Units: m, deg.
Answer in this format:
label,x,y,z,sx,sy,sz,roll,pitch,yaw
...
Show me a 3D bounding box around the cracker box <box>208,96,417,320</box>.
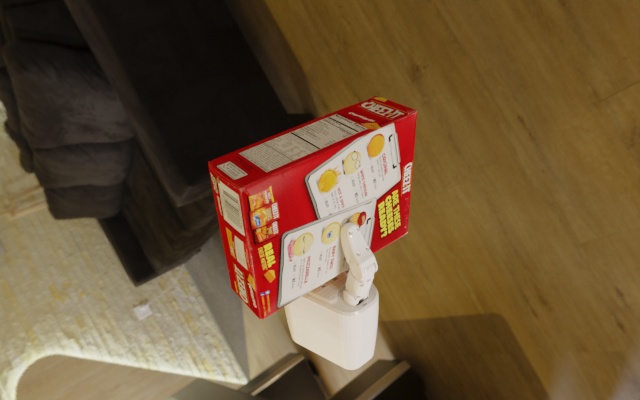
label,x,y,z,sx,sy,sz,roll,pitch,yaw
cracker box,0.000,0.002,0.502,0.213,0.164,0.072,-27,42,-30
